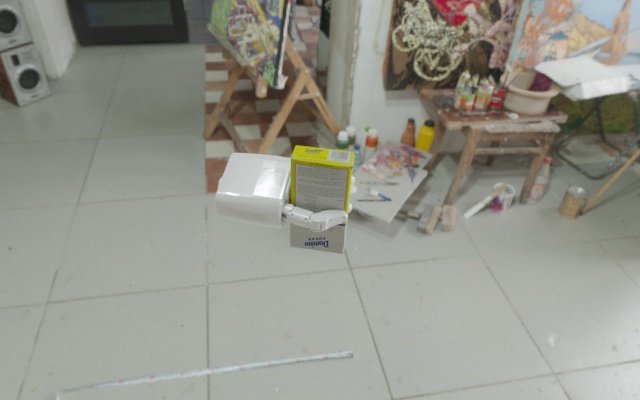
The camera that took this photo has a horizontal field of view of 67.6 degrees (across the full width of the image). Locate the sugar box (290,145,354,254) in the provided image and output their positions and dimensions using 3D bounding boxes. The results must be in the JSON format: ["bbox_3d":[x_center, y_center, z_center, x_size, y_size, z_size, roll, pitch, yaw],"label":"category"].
[{"bbox_3d":[0.000,0.002,0.759,0.093,0.176,0.048,8,40,5],"label":"sugar box"}]
